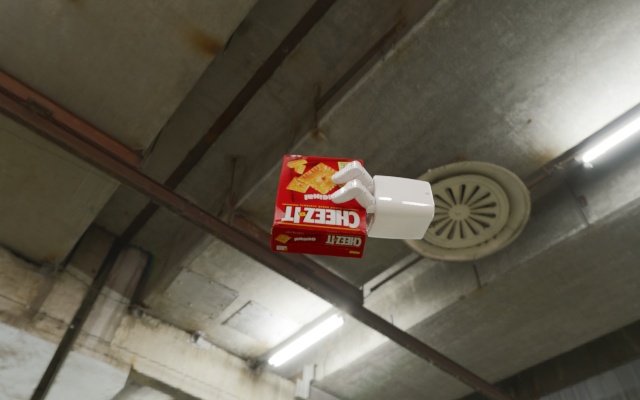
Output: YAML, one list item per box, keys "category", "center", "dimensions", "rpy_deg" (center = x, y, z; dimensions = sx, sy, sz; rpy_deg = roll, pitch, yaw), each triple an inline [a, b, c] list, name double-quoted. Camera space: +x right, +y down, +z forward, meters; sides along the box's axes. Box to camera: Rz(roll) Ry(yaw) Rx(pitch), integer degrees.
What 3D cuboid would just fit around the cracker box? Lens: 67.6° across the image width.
- category: "cracker box"
  center: [0.000, 0.003, 0.899]
  dimensions: [0.164, 0.072, 0.213]
  rpy_deg: [4, 40, -1]
